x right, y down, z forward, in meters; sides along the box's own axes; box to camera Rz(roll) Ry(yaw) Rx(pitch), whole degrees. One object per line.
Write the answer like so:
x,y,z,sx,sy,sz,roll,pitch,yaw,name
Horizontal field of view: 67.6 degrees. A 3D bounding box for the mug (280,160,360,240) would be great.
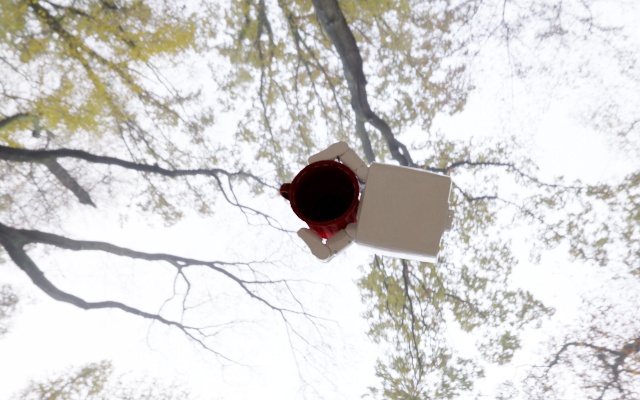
-0.001,0.002,0.651,0.117,0.093,0.081,11,-20,16,mug
